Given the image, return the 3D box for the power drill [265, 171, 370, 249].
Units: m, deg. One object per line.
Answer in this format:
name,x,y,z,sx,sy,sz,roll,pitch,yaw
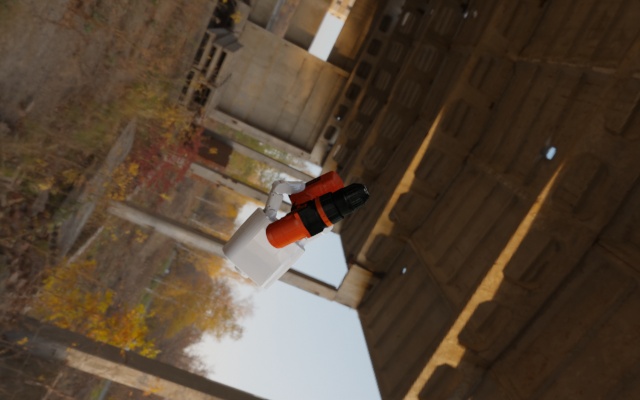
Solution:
power drill,0.000,0.003,0.836,0.184,0.057,0.187,-25,12,12
